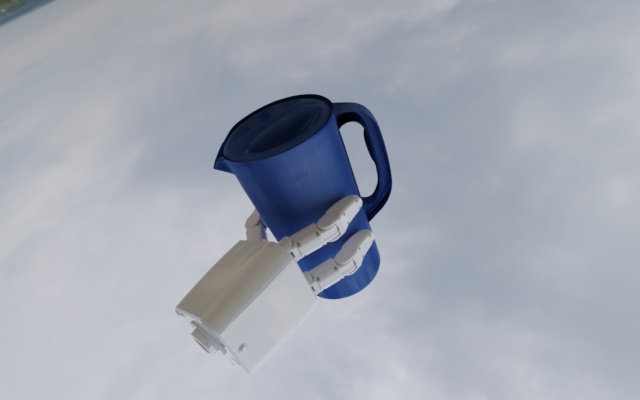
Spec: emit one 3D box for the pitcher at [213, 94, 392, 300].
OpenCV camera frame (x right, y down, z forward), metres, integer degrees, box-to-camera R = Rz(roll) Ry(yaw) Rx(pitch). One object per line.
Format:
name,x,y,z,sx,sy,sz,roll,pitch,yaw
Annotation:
pitcher,0.000,0.002,0.577,0.149,0.243,0.145,12,49,42
